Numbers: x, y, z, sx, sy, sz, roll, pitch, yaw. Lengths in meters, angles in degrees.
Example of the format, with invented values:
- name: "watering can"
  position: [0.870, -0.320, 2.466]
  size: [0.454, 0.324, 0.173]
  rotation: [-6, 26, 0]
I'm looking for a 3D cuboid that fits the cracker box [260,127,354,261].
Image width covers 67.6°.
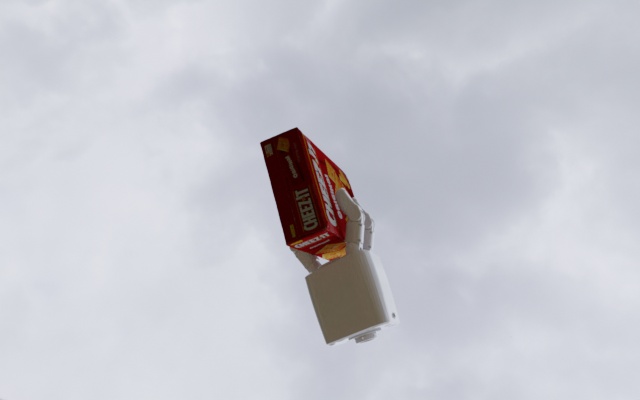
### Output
- name: "cracker box"
  position: [0.000, 0.003, 0.749]
  size: [0.072, 0.164, 0.214]
  rotation: [-23, -22, 14]
